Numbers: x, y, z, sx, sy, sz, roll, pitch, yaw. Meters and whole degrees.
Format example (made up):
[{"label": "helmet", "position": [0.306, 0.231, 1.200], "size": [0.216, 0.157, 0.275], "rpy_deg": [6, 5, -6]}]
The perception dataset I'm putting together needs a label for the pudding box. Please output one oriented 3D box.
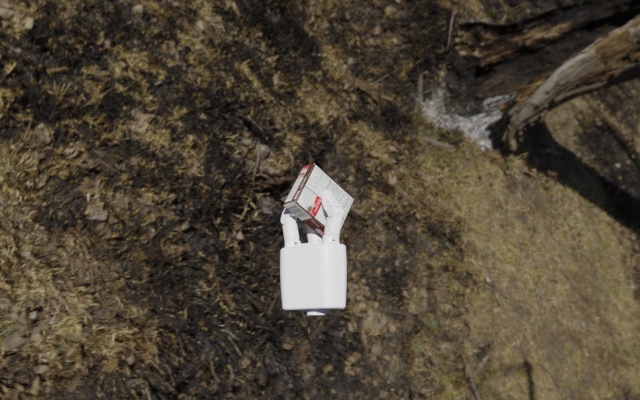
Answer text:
[{"label": "pudding box", "position": [0.000, 0.003, 0.854], "size": [0.113, 0.090, 0.039], "rpy_deg": [42, -33, -27]}]
